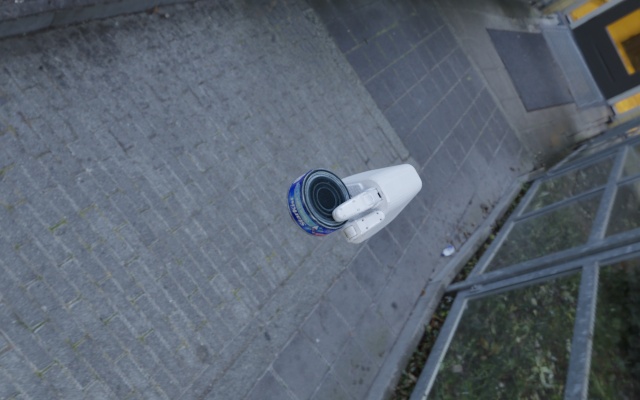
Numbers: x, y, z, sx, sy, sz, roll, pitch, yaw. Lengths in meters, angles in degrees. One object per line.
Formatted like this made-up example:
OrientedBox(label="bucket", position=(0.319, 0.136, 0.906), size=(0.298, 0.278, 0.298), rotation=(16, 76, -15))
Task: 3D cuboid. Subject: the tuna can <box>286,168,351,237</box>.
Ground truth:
OrientedBox(label="tuna can", position=(0.000, 0.002, 0.624), size=(0.086, 0.086, 0.034), rotation=(0, -19, -40))
